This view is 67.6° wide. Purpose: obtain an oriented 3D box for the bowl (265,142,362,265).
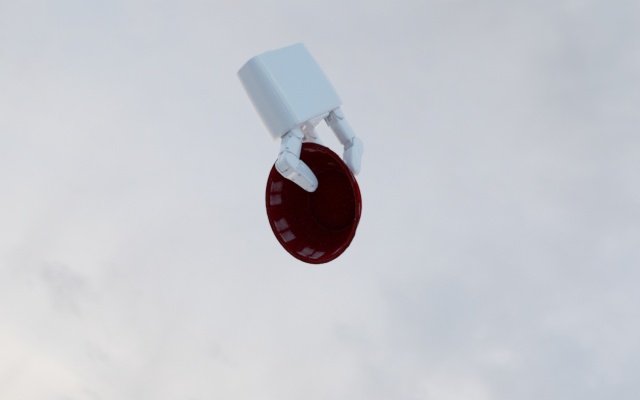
[{"bbox_3d":[0.001,0.003,0.645,0.162,0.162,0.055,0,6,39],"label":"bowl"}]
